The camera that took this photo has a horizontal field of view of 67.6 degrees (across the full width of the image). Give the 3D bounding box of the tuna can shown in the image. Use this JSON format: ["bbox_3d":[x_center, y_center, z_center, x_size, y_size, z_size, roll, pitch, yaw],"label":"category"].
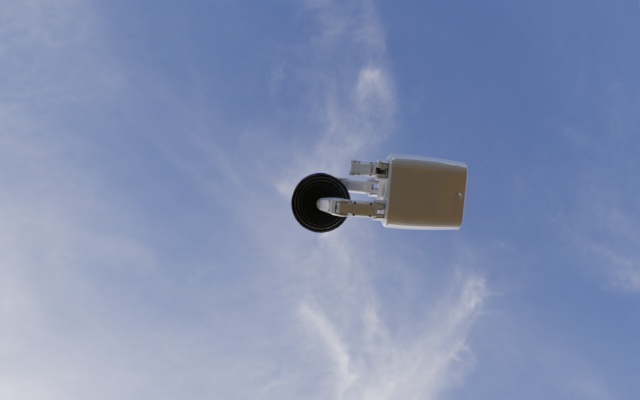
[{"bbox_3d":[0.000,0.002,0.698,0.086,0.086,0.033,0,8,-3],"label":"tuna can"}]
